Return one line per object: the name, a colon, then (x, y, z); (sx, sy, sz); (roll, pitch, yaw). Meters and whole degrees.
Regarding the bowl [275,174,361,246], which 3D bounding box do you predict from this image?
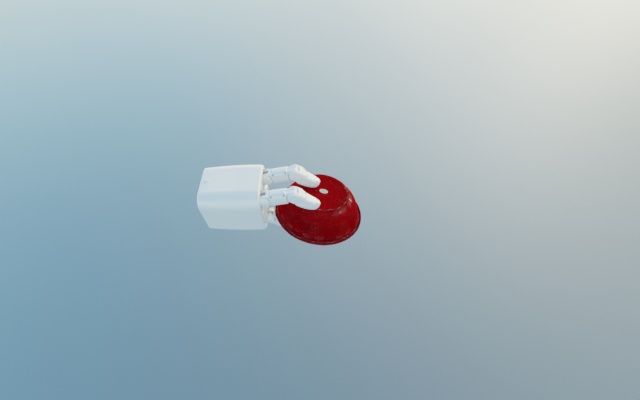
bowl: (0.001, 0.002, 0.867); (0.162, 0.162, 0.055); (0, -44, -13)
